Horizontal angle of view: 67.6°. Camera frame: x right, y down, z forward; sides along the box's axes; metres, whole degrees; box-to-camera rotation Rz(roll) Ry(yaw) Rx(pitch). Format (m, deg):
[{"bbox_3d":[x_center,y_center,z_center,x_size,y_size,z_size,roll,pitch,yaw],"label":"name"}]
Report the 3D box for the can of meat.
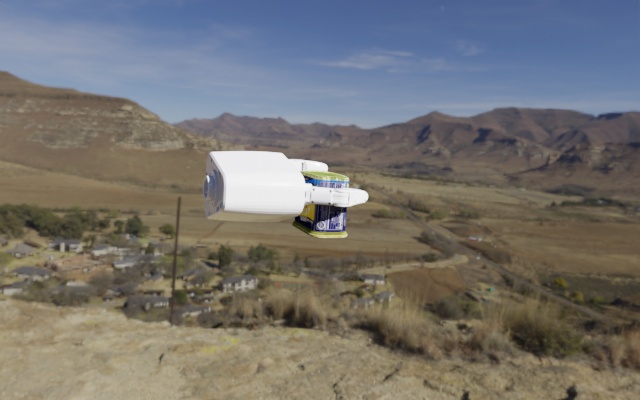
[{"bbox_3d":[0.000,0.002,0.688,0.057,0.084,0.102,1,8,-23],"label":"can of meat"}]
